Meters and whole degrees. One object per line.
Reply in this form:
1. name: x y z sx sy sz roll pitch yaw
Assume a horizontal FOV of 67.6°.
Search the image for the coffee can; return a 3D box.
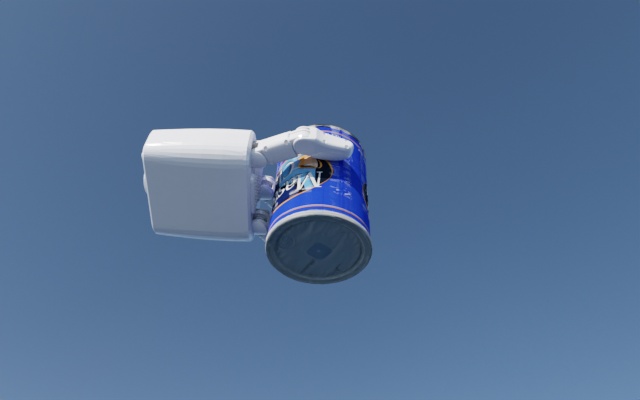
1. coffee can: 0.000 0.002 0.506 0.103 0.103 0.140 0 44 2
